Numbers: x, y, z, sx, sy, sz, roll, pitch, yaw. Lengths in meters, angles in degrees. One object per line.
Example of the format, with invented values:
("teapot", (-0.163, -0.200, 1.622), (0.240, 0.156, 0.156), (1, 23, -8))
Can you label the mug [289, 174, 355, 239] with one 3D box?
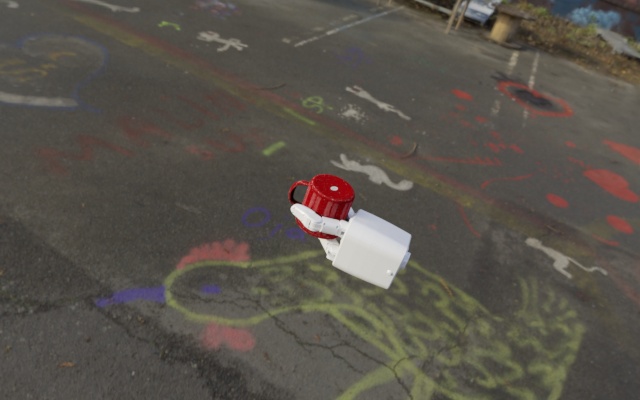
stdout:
("mug", (-0.001, 0.002, 0.840), (0.117, 0.081, 0.093), (25, 34, 7))
